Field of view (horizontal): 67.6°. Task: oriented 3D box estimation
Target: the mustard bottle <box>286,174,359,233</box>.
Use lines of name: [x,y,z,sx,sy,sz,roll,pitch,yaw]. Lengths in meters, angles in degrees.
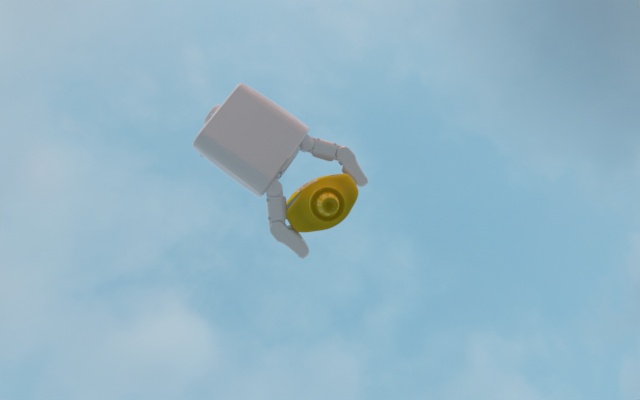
mustard bottle: [0.000,0.002,0.610,0.096,0.058,0.191,-31,4,-4]
